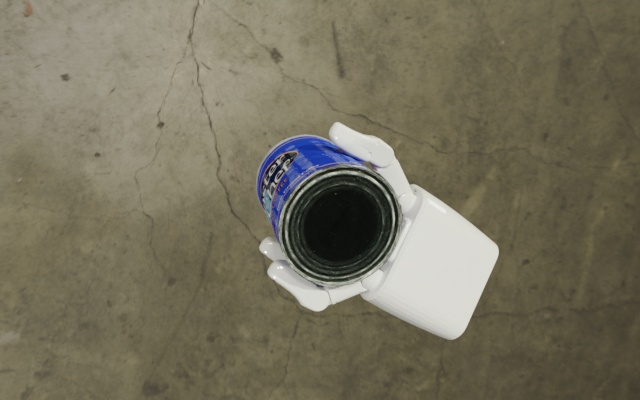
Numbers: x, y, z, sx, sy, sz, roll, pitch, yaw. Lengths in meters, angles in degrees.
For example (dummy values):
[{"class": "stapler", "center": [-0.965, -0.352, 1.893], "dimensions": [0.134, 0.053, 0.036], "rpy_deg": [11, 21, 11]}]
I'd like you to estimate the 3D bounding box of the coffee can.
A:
[{"class": "coffee can", "center": [0.000, 0.001, 0.439], "dimensions": [0.103, 0.103, 0.140], "rpy_deg": [0, 17, -15]}]
